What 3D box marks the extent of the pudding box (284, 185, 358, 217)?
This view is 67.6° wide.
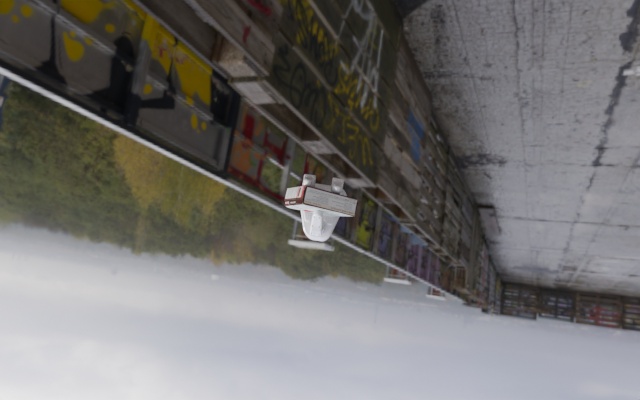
[{"bbox_3d":[0.000,0.003,0.895,0.113,0.039,0.090,12,-9,-26],"label":"pudding box"}]
